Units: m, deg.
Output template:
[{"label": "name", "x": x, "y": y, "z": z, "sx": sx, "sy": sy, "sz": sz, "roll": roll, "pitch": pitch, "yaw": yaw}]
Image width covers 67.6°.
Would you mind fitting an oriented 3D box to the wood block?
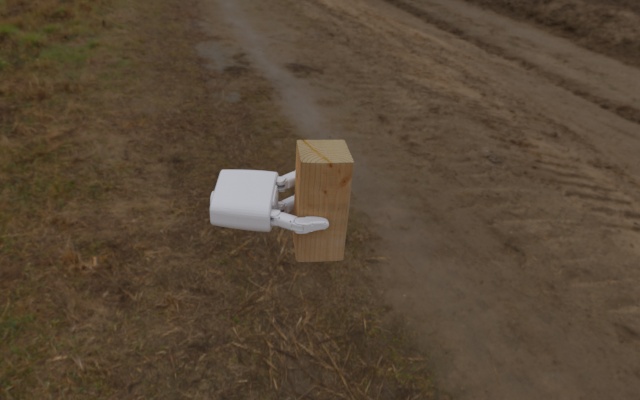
[{"label": "wood block", "x": 0.000, "y": 0.003, "z": 0.866, "sx": 0.090, "sy": 0.206, "sz": 0.090, "roll": -1, "pitch": 32, "yaw": -8}]
